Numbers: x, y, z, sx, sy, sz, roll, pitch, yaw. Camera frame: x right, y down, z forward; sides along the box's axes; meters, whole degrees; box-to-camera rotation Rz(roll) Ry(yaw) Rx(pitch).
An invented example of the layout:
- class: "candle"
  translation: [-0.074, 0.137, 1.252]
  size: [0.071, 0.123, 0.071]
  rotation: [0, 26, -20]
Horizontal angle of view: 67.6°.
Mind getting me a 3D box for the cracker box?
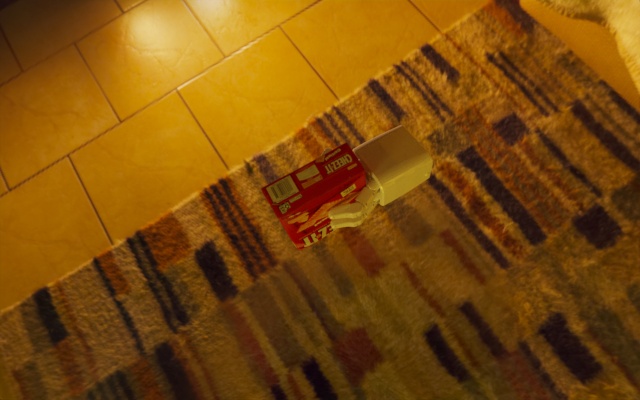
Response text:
- class: "cracker box"
  translation: [0.000, 0.003, 0.867]
  size: [0.164, 0.072, 0.214]
  rotation: [-29, -21, -4]
